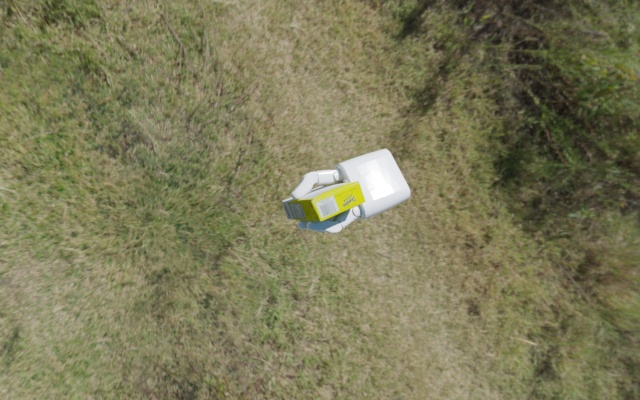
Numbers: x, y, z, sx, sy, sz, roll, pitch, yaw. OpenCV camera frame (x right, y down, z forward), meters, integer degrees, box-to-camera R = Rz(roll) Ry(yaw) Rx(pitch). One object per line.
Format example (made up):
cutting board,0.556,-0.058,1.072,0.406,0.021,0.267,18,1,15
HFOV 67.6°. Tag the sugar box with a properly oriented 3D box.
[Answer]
sugar box,0.000,0.003,0.870,0.093,0.048,0.176,-22,4,-20
